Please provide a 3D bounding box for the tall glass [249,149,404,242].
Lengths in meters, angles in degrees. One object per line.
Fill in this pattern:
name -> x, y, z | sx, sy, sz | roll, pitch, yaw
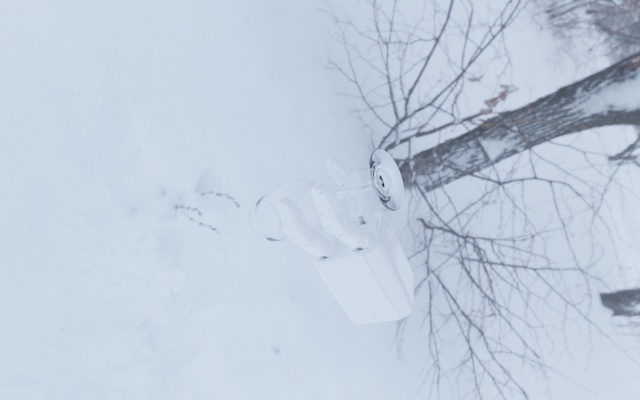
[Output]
tall glass -> 0.001, 0.002, 0.605 | 0.201, 0.079, 0.079 | -18, -11, 36
